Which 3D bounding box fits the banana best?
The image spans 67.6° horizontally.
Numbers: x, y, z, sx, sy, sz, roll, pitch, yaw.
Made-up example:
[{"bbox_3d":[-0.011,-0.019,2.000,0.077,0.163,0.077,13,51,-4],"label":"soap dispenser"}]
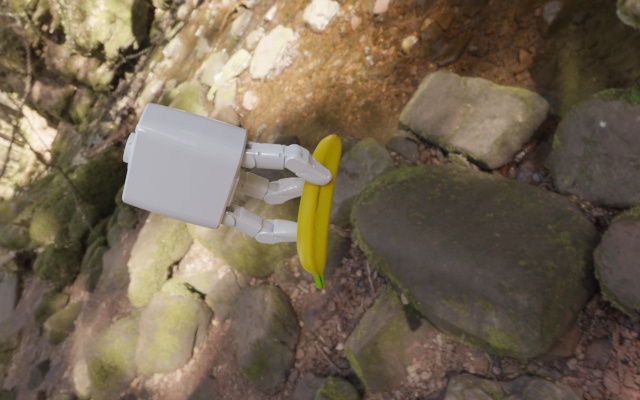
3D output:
[{"bbox_3d":[-0.002,-0.001,0.561,0.037,0.197,0.070,6,-19,7],"label":"banana"}]
